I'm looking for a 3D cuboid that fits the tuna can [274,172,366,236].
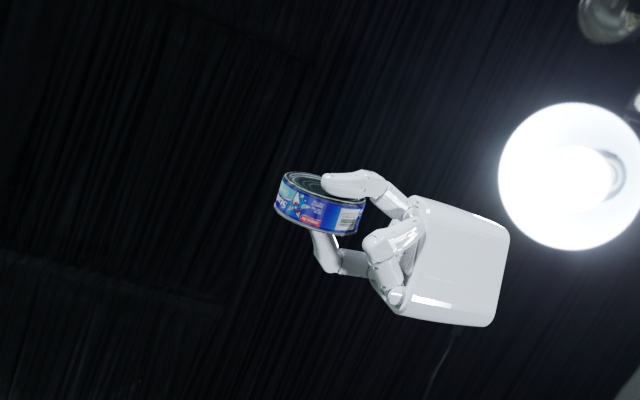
[{"bbox_3d":[0.000,0.001,0.468,0.086,0.034,0.086,16,15,-4],"label":"tuna can"}]
